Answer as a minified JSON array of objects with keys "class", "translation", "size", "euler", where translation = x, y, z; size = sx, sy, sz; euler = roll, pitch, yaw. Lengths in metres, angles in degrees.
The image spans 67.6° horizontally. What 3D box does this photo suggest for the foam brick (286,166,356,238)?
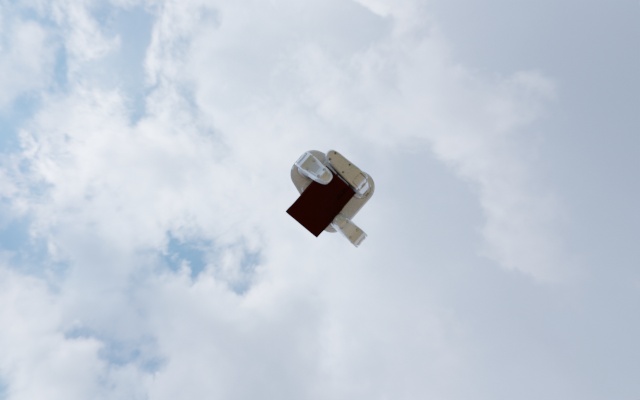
[{"class":"foam brick","translation":[0.000,0.002,0.613],"size":[0.053,0.078,0.051],"euler":[42,-2,-2]}]
